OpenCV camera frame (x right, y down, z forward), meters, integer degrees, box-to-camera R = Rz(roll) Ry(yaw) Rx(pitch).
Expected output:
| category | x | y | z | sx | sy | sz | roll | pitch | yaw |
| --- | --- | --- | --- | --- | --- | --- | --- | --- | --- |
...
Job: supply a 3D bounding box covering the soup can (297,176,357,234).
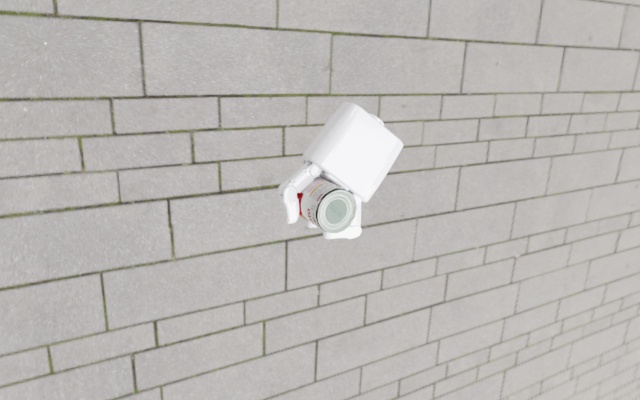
| category | x | y | z | sx | sy | sz | roll | pitch | yaw |
| --- | --- | --- | --- | --- | --- | --- | --- | --- | --- |
| soup can | 0.000 | 0.003 | 0.707 | 0.068 | 0.068 | 0.102 | 0 | 16 | -30 |
